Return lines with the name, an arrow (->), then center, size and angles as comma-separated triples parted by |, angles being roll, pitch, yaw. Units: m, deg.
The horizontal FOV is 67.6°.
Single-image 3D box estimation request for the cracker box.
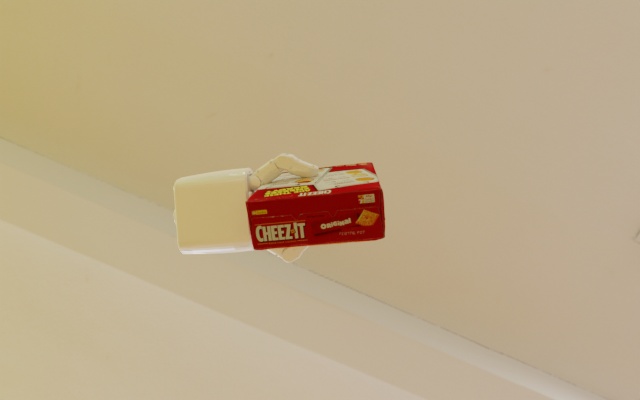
cracker box -> 0.000, 0.002, 0.665 | 0.164, 0.072, 0.213 | -6, 12, 5
